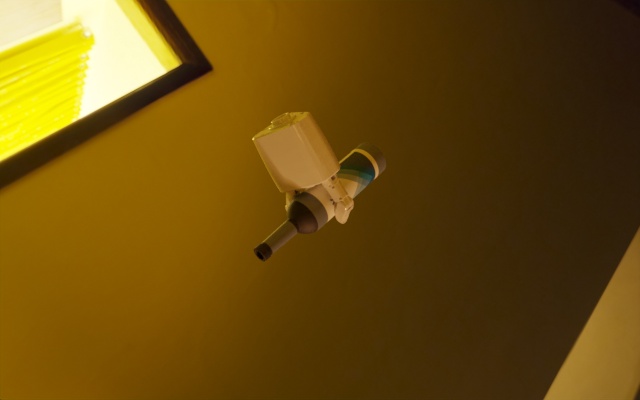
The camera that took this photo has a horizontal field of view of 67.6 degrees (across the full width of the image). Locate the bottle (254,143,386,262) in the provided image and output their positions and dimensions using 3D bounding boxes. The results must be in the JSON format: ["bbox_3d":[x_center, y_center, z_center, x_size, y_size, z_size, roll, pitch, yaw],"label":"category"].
[{"bbox_3d":[0.000,0.003,0.824,0.295,0.069,0.069,-41,23,-30],"label":"bottle"}]
